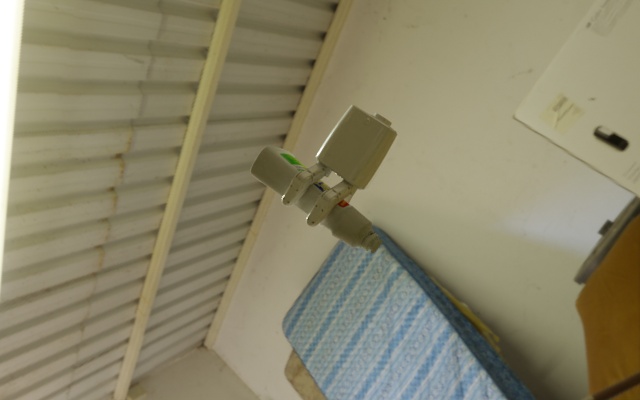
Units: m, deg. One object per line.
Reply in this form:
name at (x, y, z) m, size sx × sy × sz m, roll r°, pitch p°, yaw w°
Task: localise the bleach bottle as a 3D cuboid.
bleach bottle at (0.000, 0.003, 0.796) m, size 0.250 × 0.068 × 0.102 m, roll 37°, pitch 11°, yaw 24°
